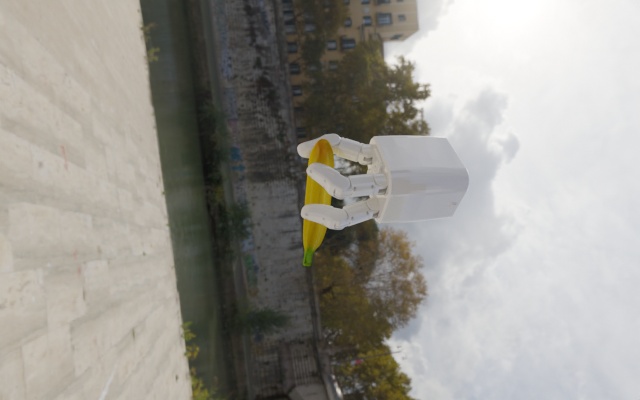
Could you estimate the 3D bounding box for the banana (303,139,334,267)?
[{"bbox_3d":[-0.002,-0.005,0.665,0.037,0.198,0.069,2,31,-6],"label":"banana"}]
